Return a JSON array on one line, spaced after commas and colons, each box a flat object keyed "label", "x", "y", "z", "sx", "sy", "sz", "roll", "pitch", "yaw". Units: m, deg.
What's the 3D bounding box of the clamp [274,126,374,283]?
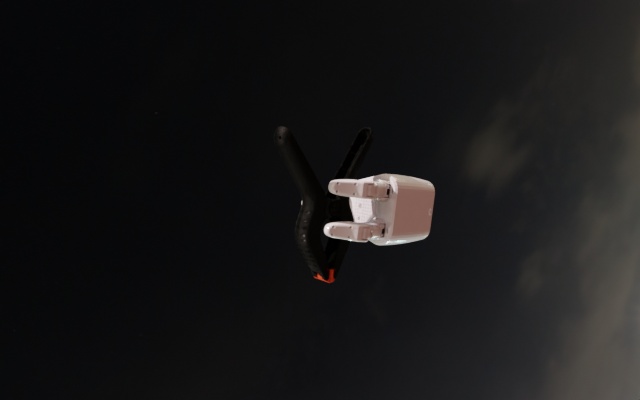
[{"label": "clamp", "x": 0.000, "y": 0.002, "z": 0.613, "sx": 0.164, "sy": 0.210, "sz": 0.036, "roll": 2, "pitch": 7, "yaw": -43}]
